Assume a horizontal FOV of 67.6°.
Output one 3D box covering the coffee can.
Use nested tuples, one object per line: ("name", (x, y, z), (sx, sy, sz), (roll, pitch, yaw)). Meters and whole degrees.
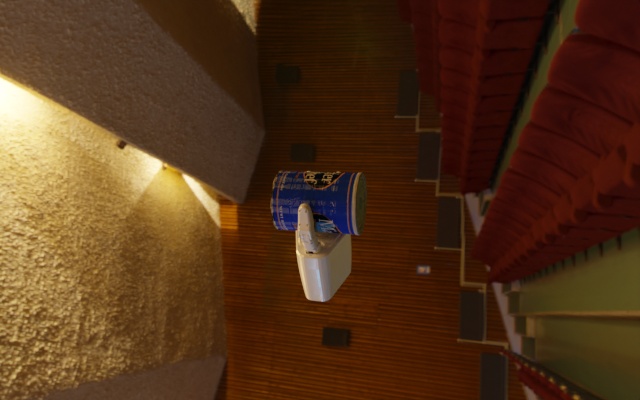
("coffee can", (0.000, 0.002, 0.797), (0.140, 0.103, 0.103), (3, 1, 15))
